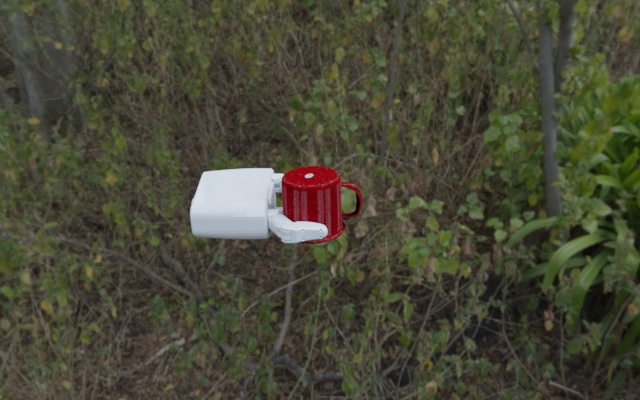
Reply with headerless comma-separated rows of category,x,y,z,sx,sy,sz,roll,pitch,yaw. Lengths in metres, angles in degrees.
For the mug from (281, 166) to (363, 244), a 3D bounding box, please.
mug,0.002,0.002,0.662,0.117,0.081,0.093,-2,24,0
